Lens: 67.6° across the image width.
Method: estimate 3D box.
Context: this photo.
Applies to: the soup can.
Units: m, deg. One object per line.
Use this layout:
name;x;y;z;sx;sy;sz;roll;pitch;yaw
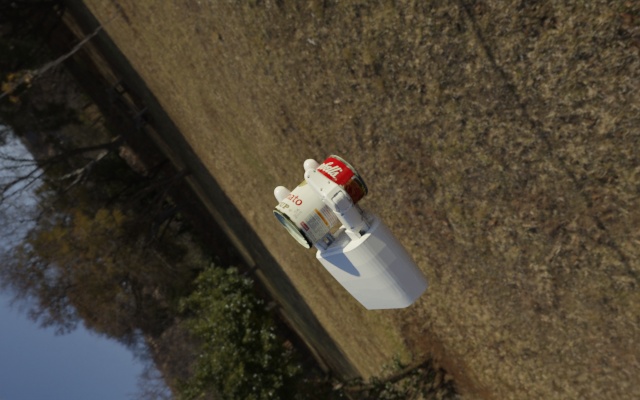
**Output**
soup can;0.000;0.002;0.595;0.102;0.068;0.068;-44;12;-13
